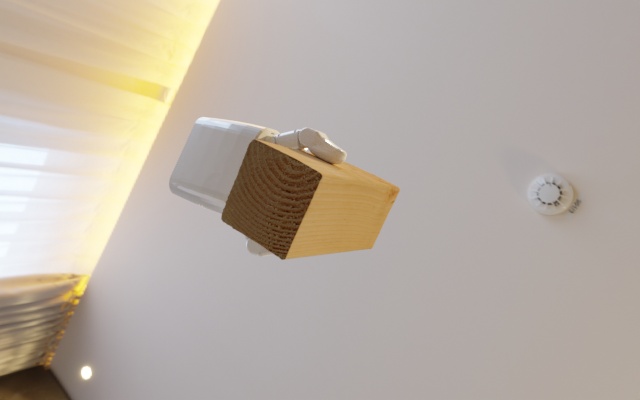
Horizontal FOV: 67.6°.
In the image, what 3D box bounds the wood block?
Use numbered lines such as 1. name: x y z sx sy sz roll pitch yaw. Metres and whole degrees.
1. wood block: 0.000 0.001 0.538 0.090 0.091 0.206 29 12 27
